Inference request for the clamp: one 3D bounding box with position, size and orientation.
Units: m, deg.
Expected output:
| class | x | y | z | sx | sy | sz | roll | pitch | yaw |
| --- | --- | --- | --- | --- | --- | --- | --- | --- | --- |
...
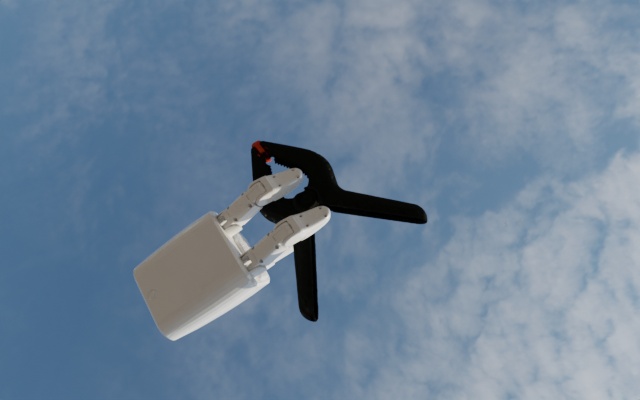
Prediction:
| class | x | y | z | sx | sy | sz | roll | pitch | yaw |
| --- | --- | --- | --- | --- | --- | --- | --- | --- | --- |
| clamp | 0.000 | 0.002 | 0.525 | 0.164 | 0.210 | 0.036 | -34 | -24 | -4 |
